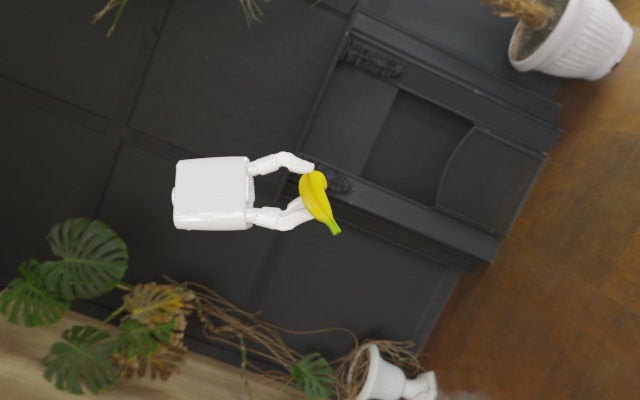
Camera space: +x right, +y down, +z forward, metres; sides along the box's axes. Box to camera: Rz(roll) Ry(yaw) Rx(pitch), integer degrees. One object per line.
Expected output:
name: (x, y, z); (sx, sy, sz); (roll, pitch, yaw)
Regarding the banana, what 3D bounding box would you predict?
banana: (-0.008, -0.012, 0.739); (0.037, 0.070, 0.197); (-25, 22, 6)
